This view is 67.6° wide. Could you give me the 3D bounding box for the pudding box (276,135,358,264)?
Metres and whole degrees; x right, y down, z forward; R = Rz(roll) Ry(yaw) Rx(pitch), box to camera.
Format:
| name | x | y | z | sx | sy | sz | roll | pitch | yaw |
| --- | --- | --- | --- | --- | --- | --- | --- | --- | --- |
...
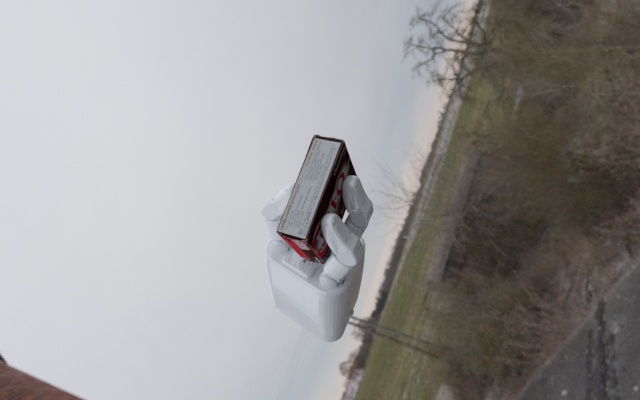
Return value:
| name | x | y | z | sx | sy | sz | roll | pitch | yaw |
| --- | --- | --- | --- | --- | --- | --- | --- | --- | --- |
| pudding box | 0.000 | 0.002 | 0.502 | 0.039 | 0.113 | 0.090 | 13 | -17 | 17 |
